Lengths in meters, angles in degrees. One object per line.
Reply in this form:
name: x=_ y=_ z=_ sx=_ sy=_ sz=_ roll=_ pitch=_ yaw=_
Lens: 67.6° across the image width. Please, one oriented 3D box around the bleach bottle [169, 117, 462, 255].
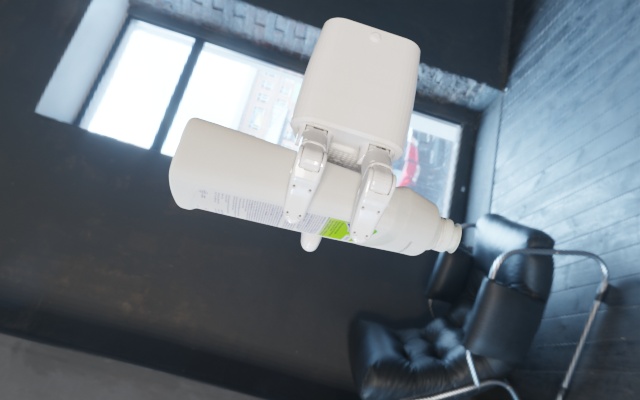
bleach bottle: x=0.000 y=0.001 z=0.427 sx=0.251 sy=0.068 sz=0.102 roll=16 pitch=-17 yaw=-6
